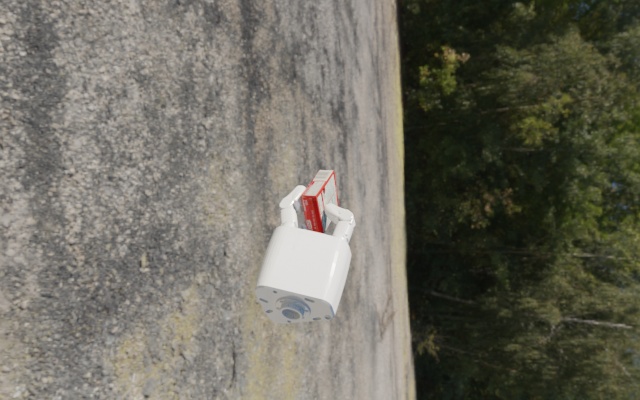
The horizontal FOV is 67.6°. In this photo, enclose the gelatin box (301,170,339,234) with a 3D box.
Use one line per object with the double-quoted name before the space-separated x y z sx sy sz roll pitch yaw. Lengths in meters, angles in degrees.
"gelatin box" 0.001 0.002 0.775 0.030 0.073 0.089 4 33 21
